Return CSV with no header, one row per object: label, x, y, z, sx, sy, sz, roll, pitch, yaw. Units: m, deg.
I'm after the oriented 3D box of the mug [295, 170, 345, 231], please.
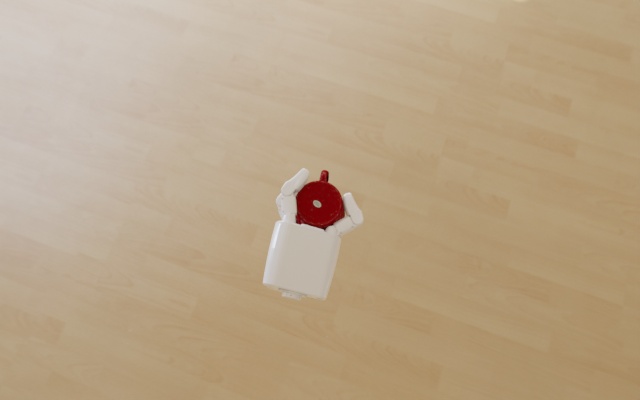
mug,0.001,0.001,0.839,0.093,0.117,0.081,11,-14,4
